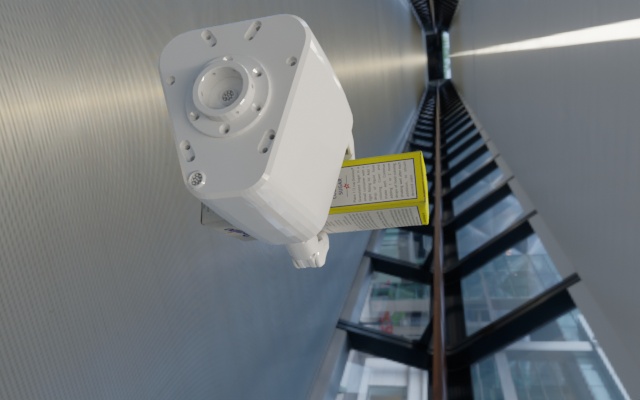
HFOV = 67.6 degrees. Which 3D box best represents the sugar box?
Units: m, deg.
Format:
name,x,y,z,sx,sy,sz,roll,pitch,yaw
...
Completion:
name,x,y,z,sx,sy,sz,roll,pitch,yaw
sugar box,0.000,0.001,0.402,0.176,0.048,0.093,-4,-14,13
